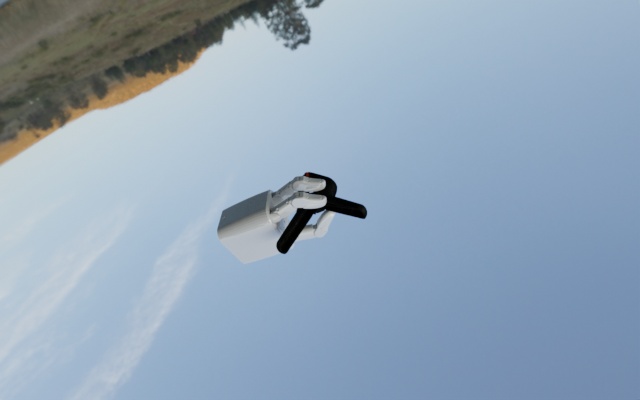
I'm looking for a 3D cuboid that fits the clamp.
[{"bbox_3d":[0.000,0.003,0.871,0.164,0.036,0.209,-20,31,12],"label":"clamp"}]
